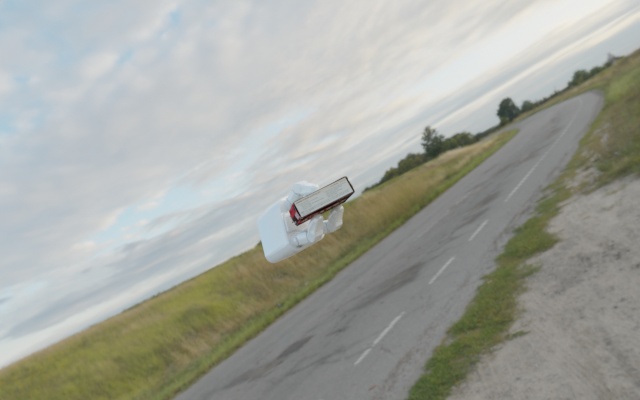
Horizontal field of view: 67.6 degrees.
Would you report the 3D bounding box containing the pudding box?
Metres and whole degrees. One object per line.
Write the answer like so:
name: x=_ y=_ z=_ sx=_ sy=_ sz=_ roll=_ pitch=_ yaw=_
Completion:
pudding box: x=0.000 y=0.003 z=0.881 sx=0.113 sy=0.039 sz=0.090 roll=-29 pitch=-5 yaw=-13
